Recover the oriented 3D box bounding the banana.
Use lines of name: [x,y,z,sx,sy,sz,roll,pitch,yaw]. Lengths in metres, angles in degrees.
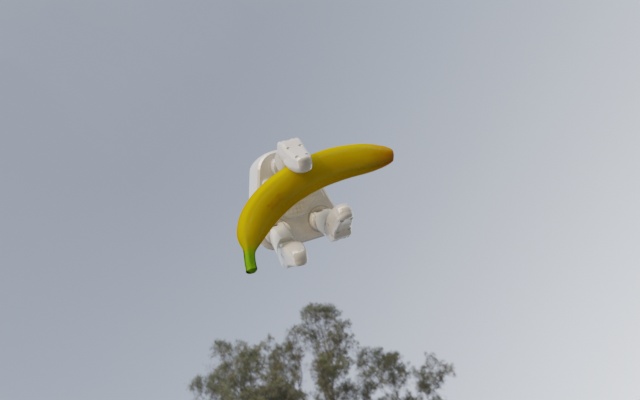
banana: [-0.015,-0.010,0.487,0.197,0.069,0.037,-39,-13,-16]
